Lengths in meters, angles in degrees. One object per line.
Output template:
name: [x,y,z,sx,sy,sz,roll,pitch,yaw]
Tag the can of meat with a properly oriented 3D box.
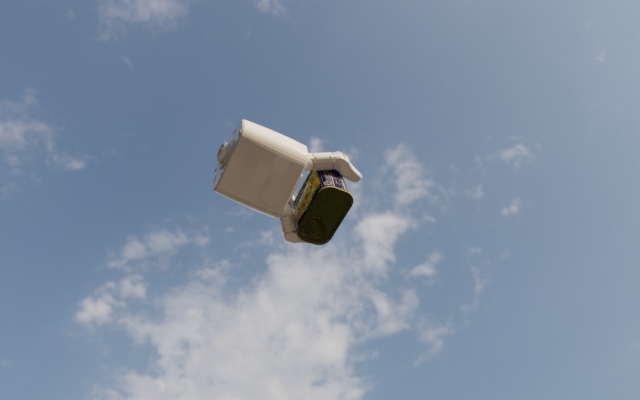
can of meat: [0.000,0.002,0.734,0.057,0.102,0.084,20,27,-21]
